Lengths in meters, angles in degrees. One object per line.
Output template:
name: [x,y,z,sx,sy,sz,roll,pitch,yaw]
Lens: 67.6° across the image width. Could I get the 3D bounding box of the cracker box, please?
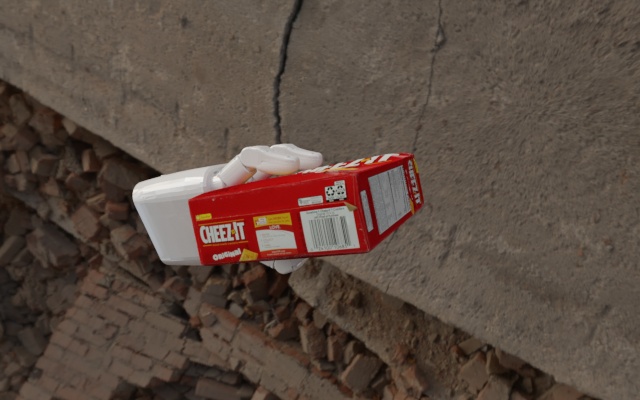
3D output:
cracker box: [0.000,0.002,0.488,0.164,0.072,0.213,-8,6,24]
